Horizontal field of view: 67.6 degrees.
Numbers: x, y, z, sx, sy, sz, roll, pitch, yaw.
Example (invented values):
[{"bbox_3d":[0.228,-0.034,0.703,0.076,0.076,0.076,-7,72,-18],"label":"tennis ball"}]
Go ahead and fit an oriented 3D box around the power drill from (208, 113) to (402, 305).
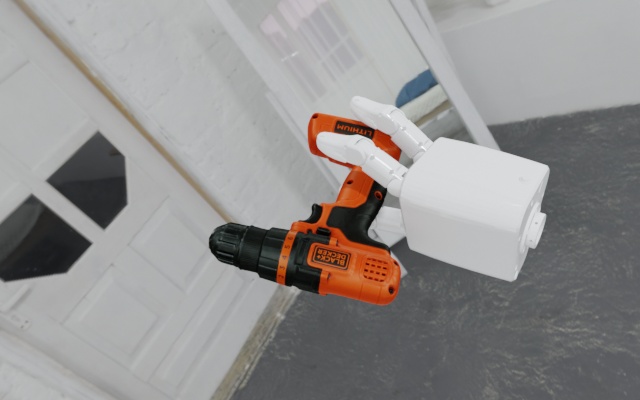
[{"bbox_3d":[0.000,0.001,0.484,0.184,0.187,0.057,14,-28,4],"label":"power drill"}]
